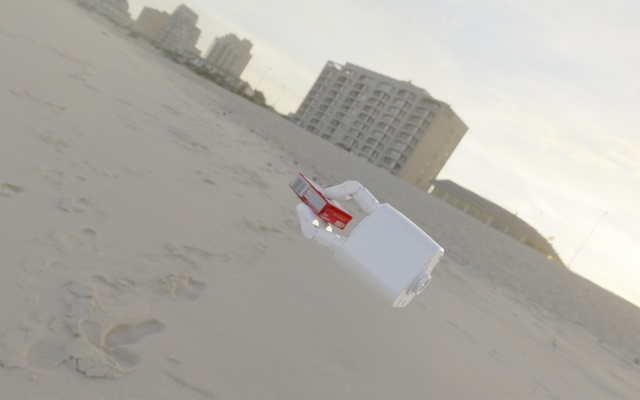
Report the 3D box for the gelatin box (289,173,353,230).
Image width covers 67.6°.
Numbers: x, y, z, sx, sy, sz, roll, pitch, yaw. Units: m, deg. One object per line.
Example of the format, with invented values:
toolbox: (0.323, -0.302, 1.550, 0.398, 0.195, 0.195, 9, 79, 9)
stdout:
gelatin box: (0.000, 0.002, 0.757, 0.073, 0.030, 0.089, 31, 12, -51)
